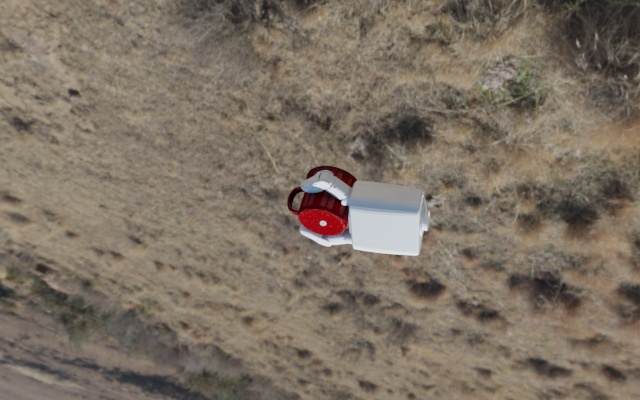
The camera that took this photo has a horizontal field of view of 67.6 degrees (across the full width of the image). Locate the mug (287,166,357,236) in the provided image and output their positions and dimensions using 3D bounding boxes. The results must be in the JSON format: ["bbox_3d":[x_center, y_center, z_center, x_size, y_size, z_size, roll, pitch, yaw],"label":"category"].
[{"bbox_3d":[-0.001,0.003,0.782,0.117,0.081,0.093,5,-34,19],"label":"mug"}]
